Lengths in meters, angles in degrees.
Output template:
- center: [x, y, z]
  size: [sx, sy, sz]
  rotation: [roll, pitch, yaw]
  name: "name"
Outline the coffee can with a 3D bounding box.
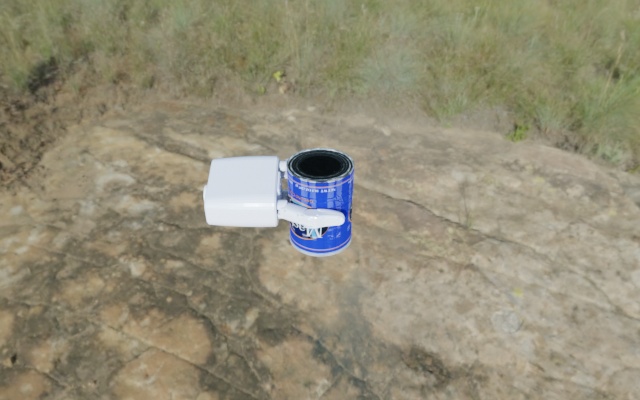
- center: [0.000, 0.003, 0.751]
  size: [0.103, 0.140, 0.102]
  rotation: [0, 34, 0]
  name: "coffee can"
